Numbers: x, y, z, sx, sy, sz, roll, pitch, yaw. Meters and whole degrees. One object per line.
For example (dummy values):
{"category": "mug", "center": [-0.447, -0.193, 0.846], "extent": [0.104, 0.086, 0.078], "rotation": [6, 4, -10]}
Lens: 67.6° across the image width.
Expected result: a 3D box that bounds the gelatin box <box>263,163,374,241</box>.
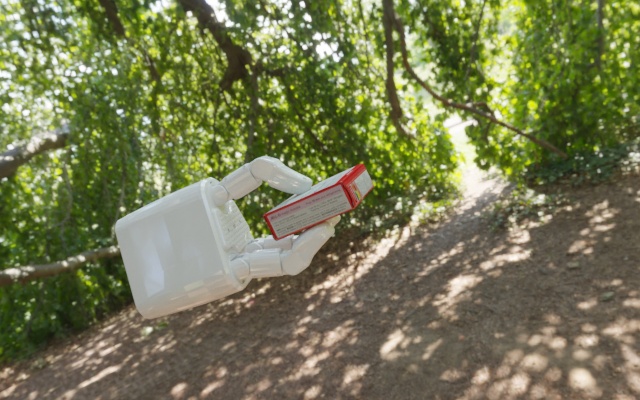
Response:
{"category": "gelatin box", "center": [0.000, 0.001, 0.455], "extent": [0.089, 0.030, 0.073], "rotation": [-24, 7, 25]}
